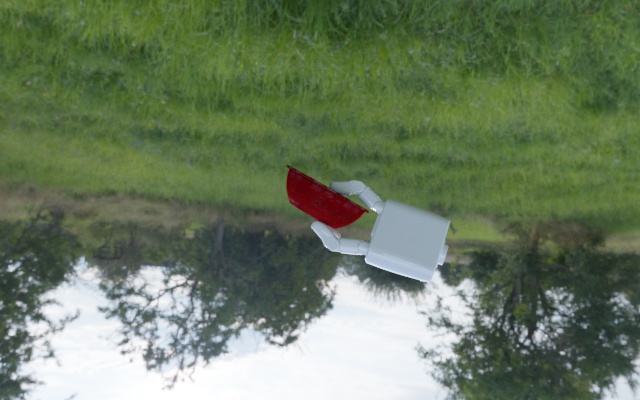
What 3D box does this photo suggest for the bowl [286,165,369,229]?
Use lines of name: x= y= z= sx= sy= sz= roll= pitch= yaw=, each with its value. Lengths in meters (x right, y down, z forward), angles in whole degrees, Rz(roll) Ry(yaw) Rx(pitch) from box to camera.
bowl: x=-0.001 y=0.002 z=0.811 sx=0.162 sy=0.055 sz=0.162 roll=30 pitch=1 yaw=0
